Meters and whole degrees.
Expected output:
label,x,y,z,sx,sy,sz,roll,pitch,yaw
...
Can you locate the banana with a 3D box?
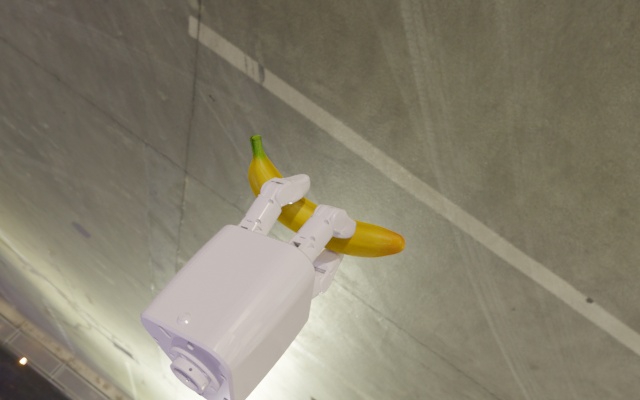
label,x,y,z,sx,sy,sz,roll,pitch,yaw
banana,-0.007,0.012,0.499,0.198,0.070,0.037,34,47,12
